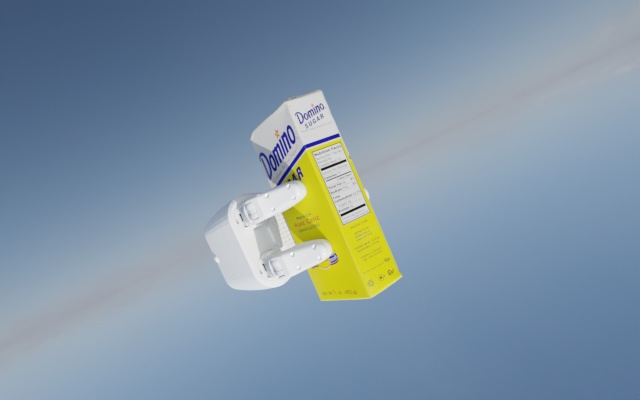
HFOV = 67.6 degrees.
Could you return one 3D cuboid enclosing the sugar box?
[{"bbox_3d":[0.000,0.002,0.431,0.048,0.176,0.093,-26,1,-30],"label":"sugar box"}]
